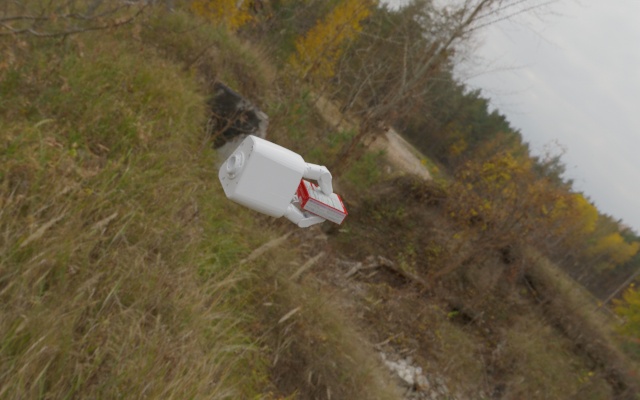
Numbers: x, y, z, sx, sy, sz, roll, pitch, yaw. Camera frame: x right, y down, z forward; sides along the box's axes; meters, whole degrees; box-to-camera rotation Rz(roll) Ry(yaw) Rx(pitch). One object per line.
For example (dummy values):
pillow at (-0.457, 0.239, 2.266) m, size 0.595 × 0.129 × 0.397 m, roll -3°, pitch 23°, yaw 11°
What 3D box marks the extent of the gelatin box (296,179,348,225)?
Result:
gelatin box at (0.001, 0.003, 0.892) m, size 0.089 × 0.030 × 0.073 m, roll 23°, pitch 21°, yaw -23°
